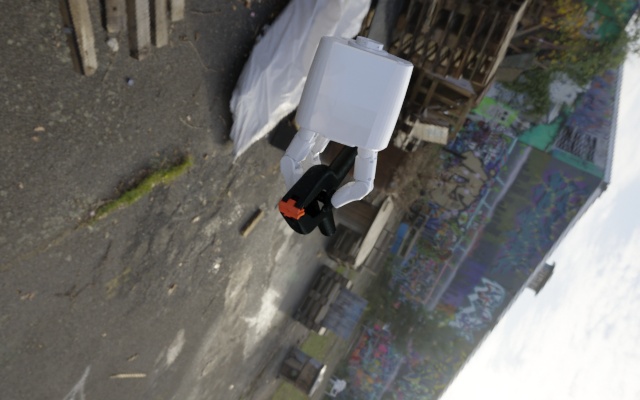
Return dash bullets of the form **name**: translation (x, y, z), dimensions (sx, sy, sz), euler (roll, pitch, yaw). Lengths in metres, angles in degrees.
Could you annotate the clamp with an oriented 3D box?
- **clamp**: translation (0.001, 0.002, 0.645), dimensions (0.036, 0.165, 0.210), euler (23, 25, 17)
